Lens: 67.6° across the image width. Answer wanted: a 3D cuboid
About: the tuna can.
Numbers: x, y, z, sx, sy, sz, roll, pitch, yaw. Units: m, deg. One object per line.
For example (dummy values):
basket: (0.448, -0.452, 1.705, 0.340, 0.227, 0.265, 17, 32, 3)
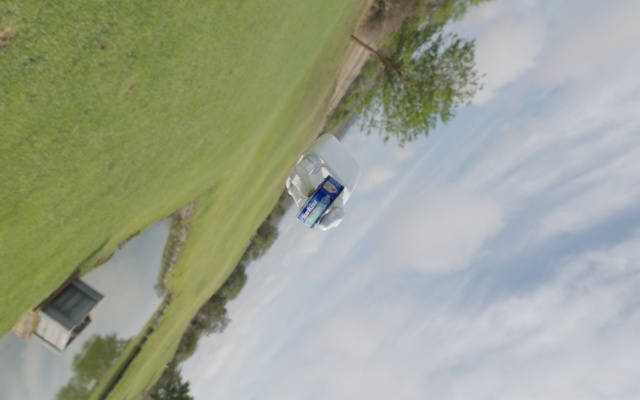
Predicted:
tuna can: (0.001, 0.003, 0.749, 0.034, 0.086, 0.086, 38, 1, 1)
